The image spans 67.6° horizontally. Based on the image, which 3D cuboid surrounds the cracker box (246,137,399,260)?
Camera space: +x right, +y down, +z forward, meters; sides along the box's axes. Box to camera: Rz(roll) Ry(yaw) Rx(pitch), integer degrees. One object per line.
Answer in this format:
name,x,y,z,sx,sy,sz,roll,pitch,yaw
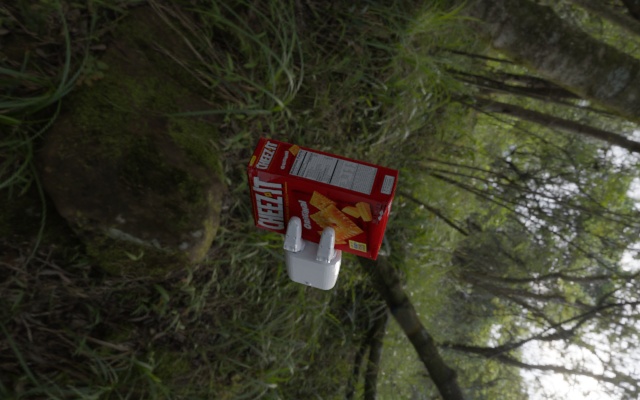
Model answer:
cracker box,0.000,0.002,0.743,0.213,0.072,0.164,14,-35,8
